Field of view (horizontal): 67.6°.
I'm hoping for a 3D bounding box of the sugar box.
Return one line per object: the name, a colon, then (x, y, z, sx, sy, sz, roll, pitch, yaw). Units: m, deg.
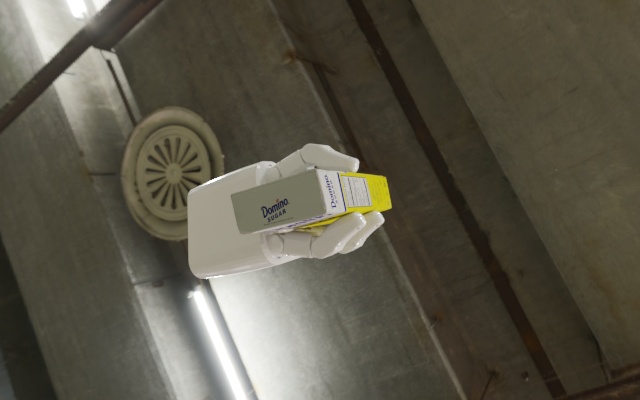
sugar box: (0.000, 0.002, 0.486, 0.093, 0.048, 0.176, -15, -3, 26)
